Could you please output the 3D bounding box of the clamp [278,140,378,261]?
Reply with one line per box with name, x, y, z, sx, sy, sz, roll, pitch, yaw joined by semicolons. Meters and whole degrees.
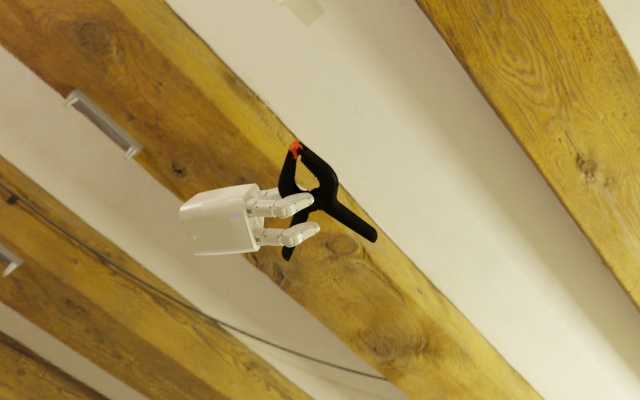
clamp;0.000;0.002;0.755;0.164;0.210;0.036;-8;31;6
